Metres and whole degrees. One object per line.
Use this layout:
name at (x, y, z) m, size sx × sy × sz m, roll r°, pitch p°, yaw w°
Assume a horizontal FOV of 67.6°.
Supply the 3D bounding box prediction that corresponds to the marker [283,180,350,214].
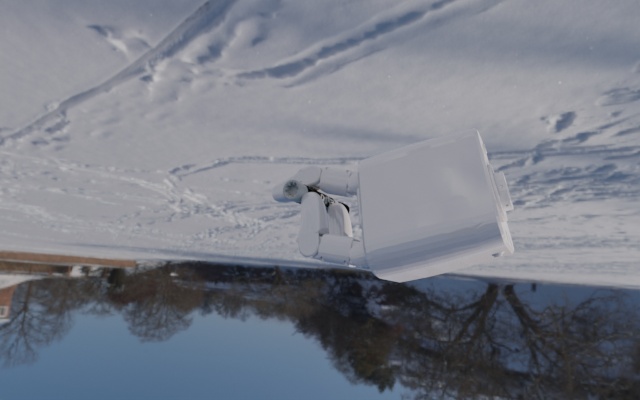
marker at (0.000, 0.002, 0.481) m, size 0.020 × 0.020 × 0.121 m, roll 0°, pitch -11°, yaw 26°
